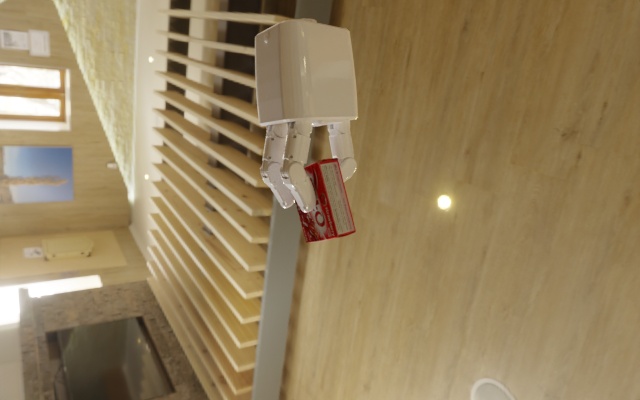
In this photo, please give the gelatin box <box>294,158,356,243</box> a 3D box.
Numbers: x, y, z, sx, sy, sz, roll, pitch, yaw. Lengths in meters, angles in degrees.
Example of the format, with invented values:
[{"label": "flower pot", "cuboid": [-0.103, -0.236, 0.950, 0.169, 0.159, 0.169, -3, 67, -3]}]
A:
[{"label": "gelatin box", "cuboid": [0.001, 0.002, 0.557, 0.030, 0.089, 0.073, -14, -2, -32]}]
